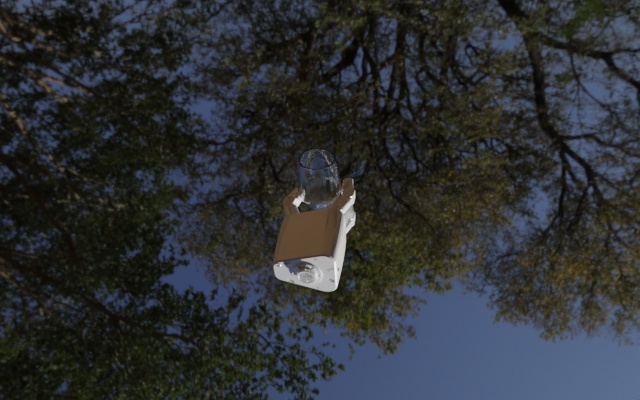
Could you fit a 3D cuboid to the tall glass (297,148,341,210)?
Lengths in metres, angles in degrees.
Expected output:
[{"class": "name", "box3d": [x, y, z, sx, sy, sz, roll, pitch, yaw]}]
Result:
[{"class": "tall glass", "box3d": [0.000, 0.003, 0.879, 0.079, 0.201, 0.079, -3, 41, 2]}]
